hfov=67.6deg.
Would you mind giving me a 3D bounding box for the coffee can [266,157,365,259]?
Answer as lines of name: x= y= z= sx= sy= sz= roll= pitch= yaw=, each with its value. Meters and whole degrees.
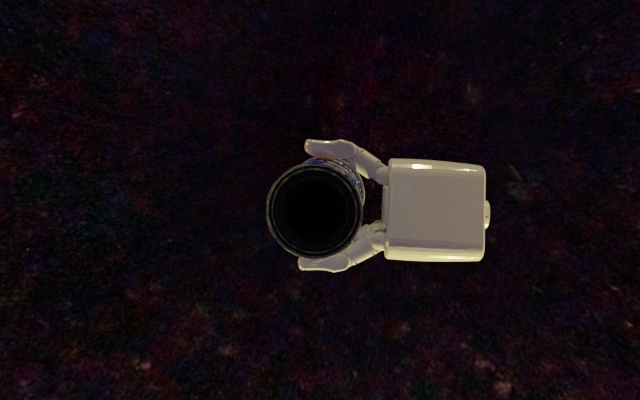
coffee can: x=0.000 y=0.002 z=0.564 sx=0.103 sy=0.103 sz=0.140 roll=0 pitch=8 yaw=6
